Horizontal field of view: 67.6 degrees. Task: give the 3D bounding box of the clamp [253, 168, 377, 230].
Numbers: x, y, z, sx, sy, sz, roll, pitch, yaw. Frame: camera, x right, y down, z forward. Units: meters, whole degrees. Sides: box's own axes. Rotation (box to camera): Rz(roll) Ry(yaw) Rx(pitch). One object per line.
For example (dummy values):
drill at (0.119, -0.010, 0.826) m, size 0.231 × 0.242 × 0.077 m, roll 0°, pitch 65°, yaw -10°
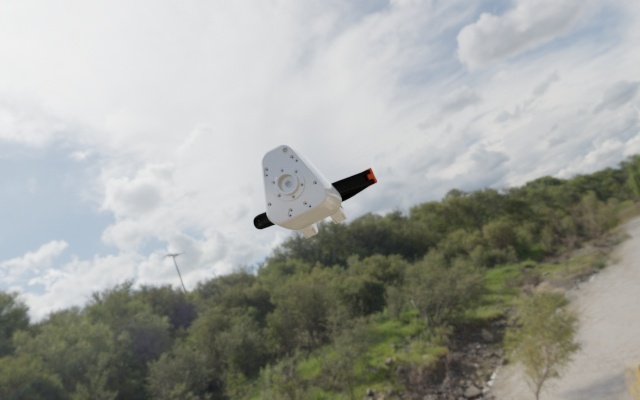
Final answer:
clamp at (0.000, 0.002, 0.833) m, size 0.210 × 0.036 × 0.164 m, roll -25°, pitch -9°, yaw 8°
